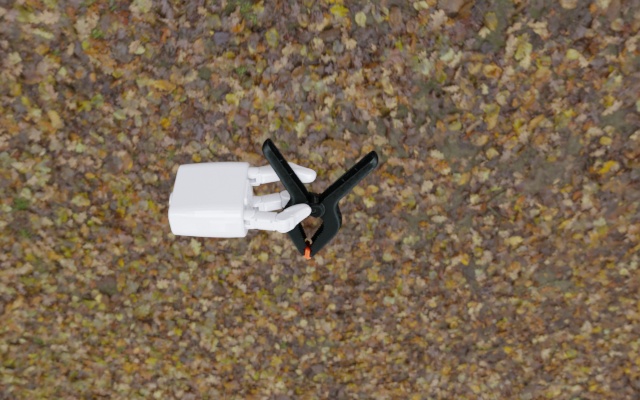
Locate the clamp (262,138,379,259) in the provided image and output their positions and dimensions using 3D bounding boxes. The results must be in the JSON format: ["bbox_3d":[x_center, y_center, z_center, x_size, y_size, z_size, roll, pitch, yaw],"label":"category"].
[{"bbox_3d":[0.000,0.003,0.723,0.164,0.210,0.036,1,35,2],"label":"clamp"}]
